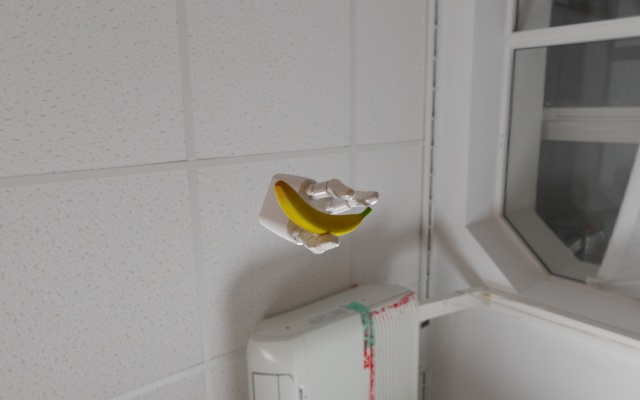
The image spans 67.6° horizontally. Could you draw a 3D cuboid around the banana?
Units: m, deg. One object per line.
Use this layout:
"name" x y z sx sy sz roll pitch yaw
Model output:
"banana" -0.003 0.021 0.777 0.198 0.069 0.037 15 4 -38
